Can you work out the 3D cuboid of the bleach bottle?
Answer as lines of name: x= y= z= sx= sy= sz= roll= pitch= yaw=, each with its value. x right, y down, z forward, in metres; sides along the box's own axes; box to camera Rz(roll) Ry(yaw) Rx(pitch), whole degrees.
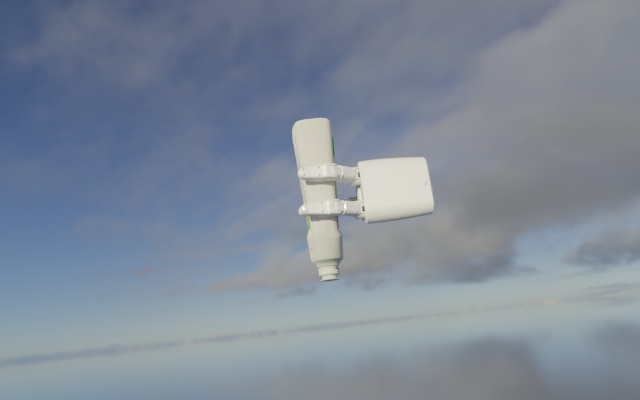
bleach bottle: x=0.000 y=0.002 z=0.761 sx=0.068 sy=0.250 sz=0.102 roll=-6 pitch=-15 yaw=-1
